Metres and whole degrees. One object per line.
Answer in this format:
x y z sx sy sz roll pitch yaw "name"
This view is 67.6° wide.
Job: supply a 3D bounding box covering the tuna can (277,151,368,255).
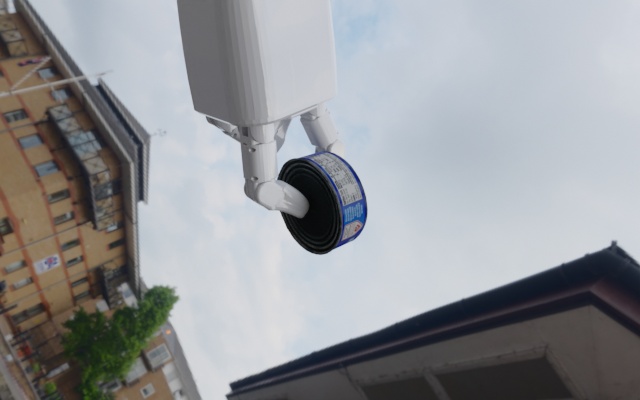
0.001 0.001 0.415 0.033 0.086 0.086 -21 12 -36 "tuna can"
